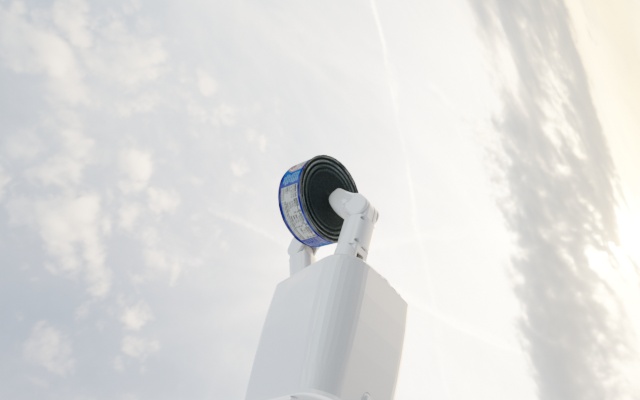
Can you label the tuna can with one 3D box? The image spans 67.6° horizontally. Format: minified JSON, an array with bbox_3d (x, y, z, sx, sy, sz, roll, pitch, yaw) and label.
[{"bbox_3d":[0.000,0.002,0.460,0.034,0.086,0.086,-18,-12,40],"label":"tuna can"}]
